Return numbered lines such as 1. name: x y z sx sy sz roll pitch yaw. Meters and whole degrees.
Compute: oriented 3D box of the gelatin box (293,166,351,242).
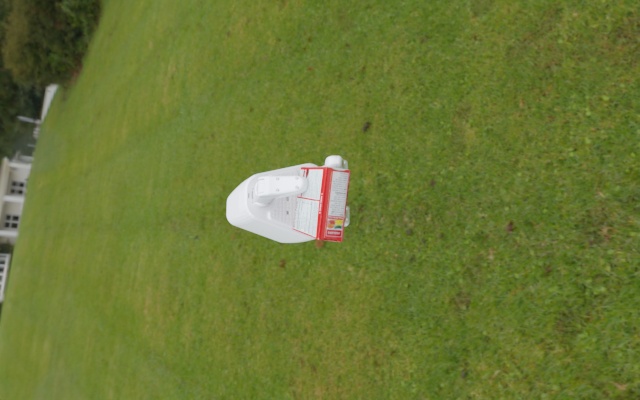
1. gelatin box: 0.000 0.002 0.510 0.030 0.073 0.089 6 1 -20
